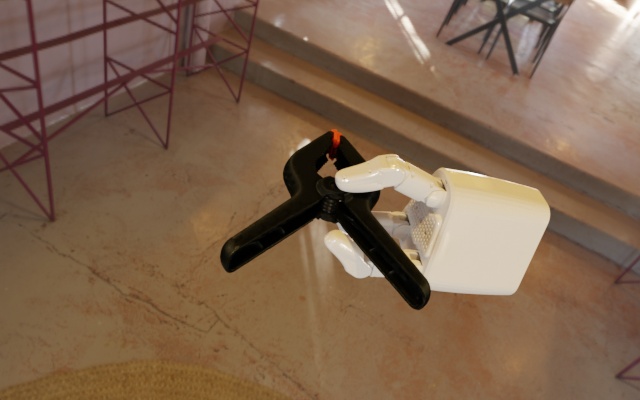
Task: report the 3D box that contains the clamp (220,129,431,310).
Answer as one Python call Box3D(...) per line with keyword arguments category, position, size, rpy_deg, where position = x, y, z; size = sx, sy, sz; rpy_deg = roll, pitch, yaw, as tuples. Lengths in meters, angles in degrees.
Box3D(category="clamp", position=(0.000, 0.000, 0.429), size=(0.164, 0.036, 0.209), rpy_deg=(9, 40, -13))
